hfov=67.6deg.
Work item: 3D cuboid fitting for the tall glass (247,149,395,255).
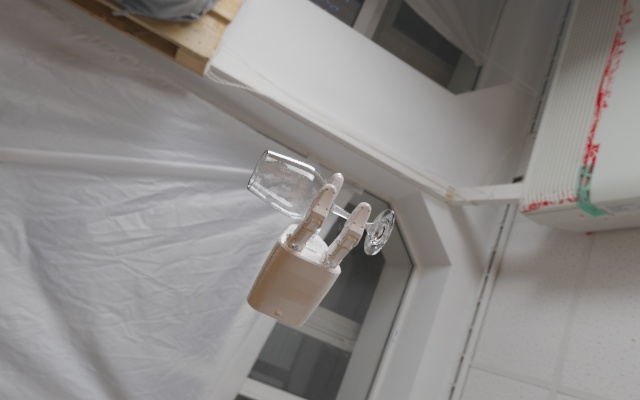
[{"bbox_3d":[0.001,0.002,0.668,0.201,0.079,0.079,28,-8,-15],"label":"tall glass"}]
